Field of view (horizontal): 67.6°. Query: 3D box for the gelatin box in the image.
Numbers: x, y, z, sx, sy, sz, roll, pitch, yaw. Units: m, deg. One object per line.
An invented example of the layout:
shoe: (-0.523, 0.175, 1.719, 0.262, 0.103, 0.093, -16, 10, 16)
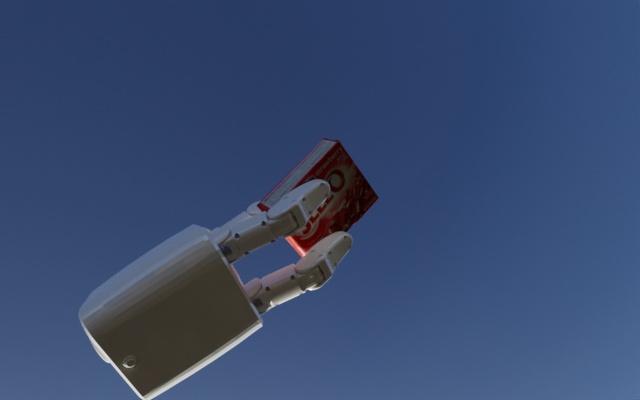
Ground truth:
gelatin box: (0.000, 0.001, 0.423, 0.073, 0.089, 0.030, 52, -16, -30)
